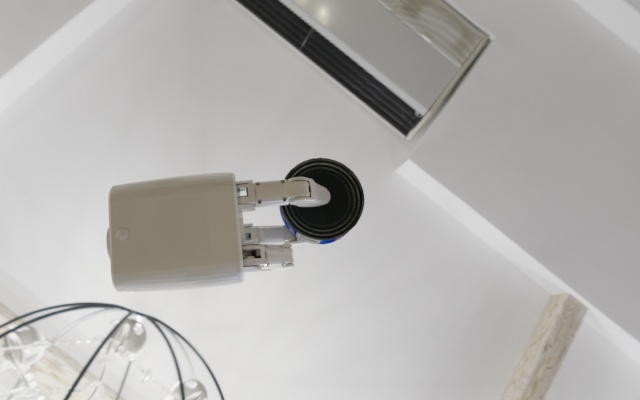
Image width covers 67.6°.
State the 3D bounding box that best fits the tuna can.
[{"bbox_3d":[0.000,0.002,0.493,0.086,0.086,0.034,0,-15,-7],"label":"tuna can"}]
